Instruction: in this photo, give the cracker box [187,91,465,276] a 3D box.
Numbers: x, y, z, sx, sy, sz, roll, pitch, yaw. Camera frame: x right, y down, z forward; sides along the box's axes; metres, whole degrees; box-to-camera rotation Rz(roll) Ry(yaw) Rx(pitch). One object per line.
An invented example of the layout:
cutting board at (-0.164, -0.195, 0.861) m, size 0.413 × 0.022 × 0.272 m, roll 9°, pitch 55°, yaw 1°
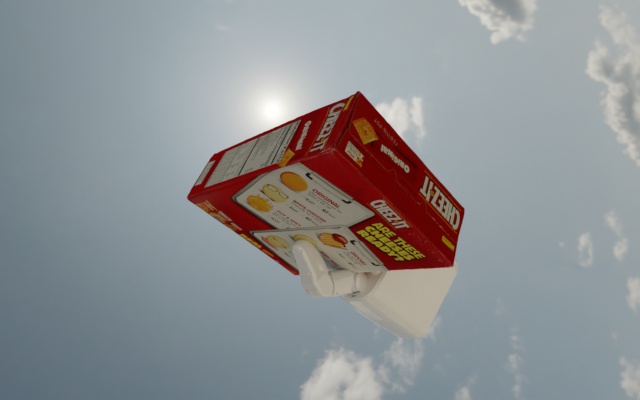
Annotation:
cracker box at (0.000, 0.002, 0.458) m, size 0.214 × 0.072 × 0.164 m, roll -13°, pitch -45°, yaw 45°
